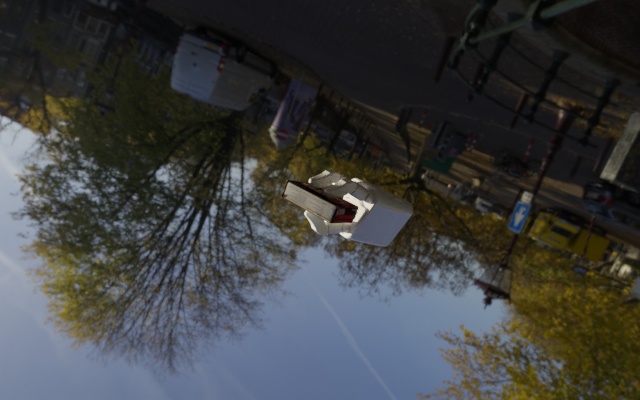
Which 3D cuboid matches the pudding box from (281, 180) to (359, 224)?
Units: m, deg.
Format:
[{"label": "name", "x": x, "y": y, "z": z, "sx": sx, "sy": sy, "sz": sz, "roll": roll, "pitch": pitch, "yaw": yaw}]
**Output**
[{"label": "pudding box", "x": 0.000, "y": 0.003, "z": 0.853, "sx": 0.113, "sy": 0.039, "sz": 0.090, "roll": 25, "pitch": 9, "yaw": 26}]
